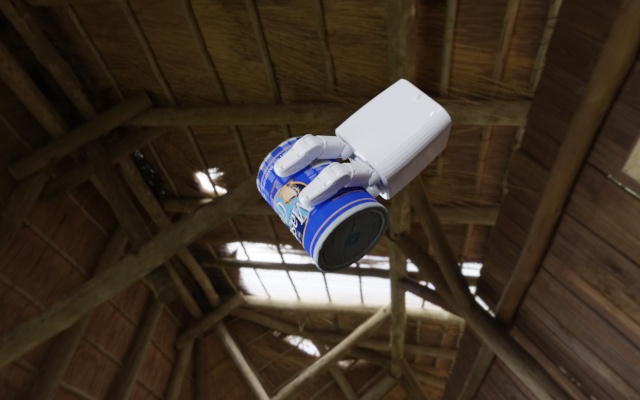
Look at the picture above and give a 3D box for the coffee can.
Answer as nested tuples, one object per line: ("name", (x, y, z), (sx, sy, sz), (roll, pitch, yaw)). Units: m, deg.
("coffee can", (0.000, 0.002, 0.582), (0.103, 0.103, 0.140), (0, 39, -45))
